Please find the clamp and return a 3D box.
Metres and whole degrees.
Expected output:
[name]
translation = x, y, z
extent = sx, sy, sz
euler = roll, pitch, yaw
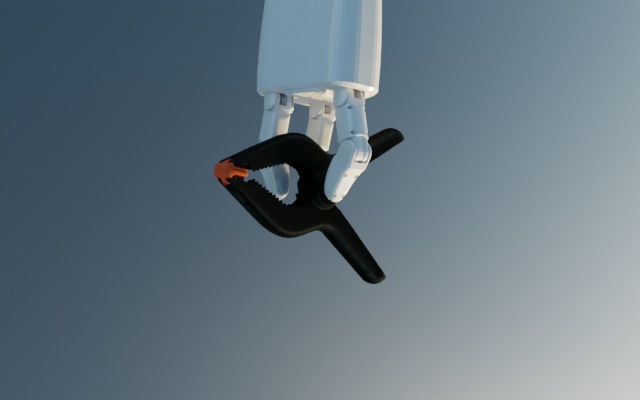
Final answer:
[clamp]
translation = 0.000, 0.001, 0.450
extent = 0.210, 0.164, 0.036
euler = 3, -1, -39
